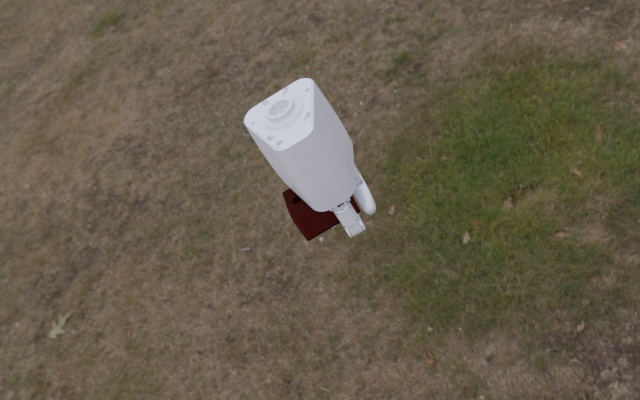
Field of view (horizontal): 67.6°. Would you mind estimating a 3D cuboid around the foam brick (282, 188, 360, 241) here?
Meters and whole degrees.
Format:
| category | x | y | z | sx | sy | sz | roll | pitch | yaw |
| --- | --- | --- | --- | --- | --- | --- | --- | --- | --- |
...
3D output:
| category | x | y | z | sx | sy | sz | roll | pitch | yaw |
| --- | --- | --- | --- | --- | --- | --- | --- | --- | --- |
| foam brick | 0.000 | 0.002 | 0.600 | 0.078 | 0.053 | 0.051 | -30 | -47 | 6 |
